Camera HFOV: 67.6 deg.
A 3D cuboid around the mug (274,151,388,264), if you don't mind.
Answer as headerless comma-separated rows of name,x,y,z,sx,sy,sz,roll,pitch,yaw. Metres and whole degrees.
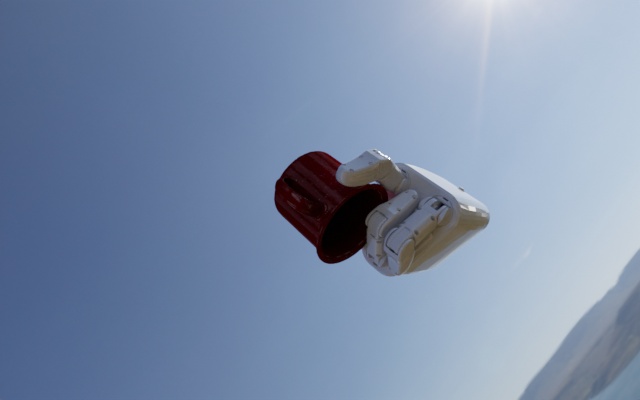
mug,-0.001,0.001,0.471,0.081,0.093,0.117,40,18,34
